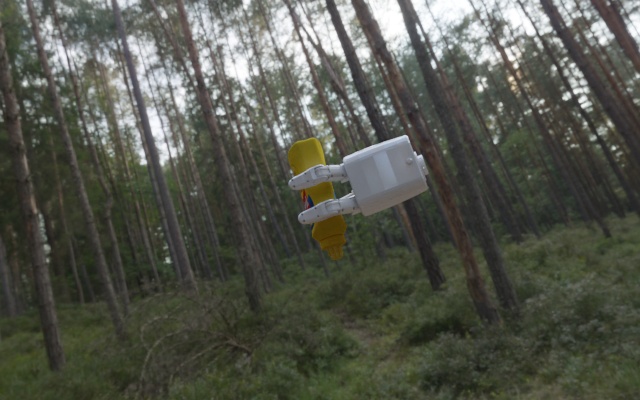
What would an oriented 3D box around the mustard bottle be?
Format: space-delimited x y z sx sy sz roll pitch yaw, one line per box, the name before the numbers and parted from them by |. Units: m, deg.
mustard bottle | 0.000 0.002 0.771 0.058 0.191 0.096 -15 -15 -11
